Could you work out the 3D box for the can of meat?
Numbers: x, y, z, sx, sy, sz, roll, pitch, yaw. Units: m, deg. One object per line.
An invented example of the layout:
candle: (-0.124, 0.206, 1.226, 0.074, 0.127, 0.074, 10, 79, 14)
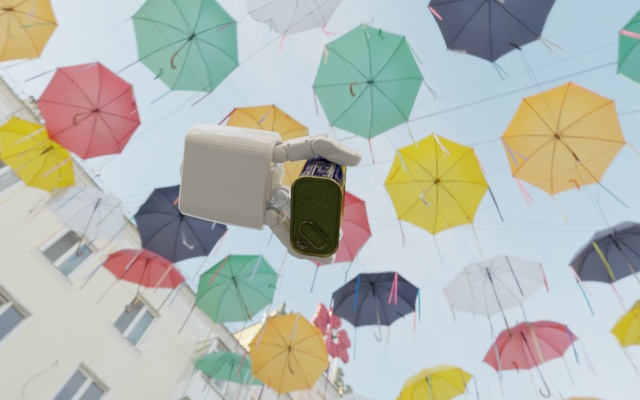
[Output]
can of meat: (0.000, 0.002, 0.568, 0.057, 0.102, 0.084, 6, 28, 7)
